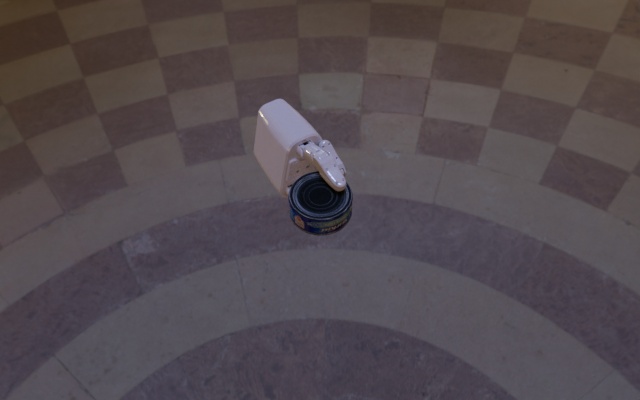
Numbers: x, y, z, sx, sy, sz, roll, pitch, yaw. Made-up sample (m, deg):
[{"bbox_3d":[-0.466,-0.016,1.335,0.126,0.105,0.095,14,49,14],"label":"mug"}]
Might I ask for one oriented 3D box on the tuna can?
[{"bbox_3d":[0.000,0.002,0.633,0.086,0.086,0.034,0,-39,0],"label":"tuna can"}]
